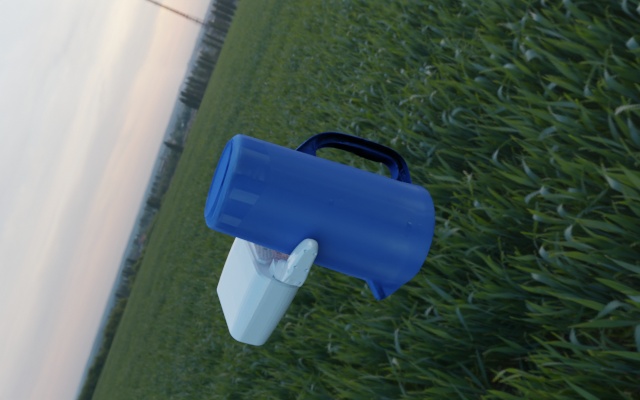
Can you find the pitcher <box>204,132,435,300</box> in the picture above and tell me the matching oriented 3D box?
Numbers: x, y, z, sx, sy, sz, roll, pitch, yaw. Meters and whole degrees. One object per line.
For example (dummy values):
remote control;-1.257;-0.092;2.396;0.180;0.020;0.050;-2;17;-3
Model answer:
pitcher;0.000;0.002;0.557;0.243;0.145;0.149;18;27;-19
